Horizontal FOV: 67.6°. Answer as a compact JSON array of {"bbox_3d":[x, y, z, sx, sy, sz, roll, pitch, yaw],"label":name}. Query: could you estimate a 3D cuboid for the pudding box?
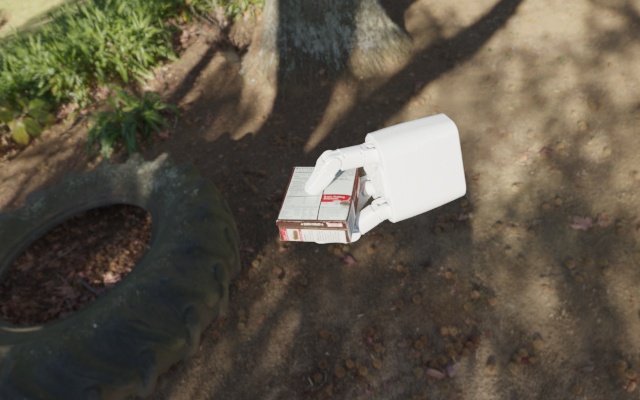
[{"bbox_3d":[0.000,0.002,0.611,0.090,0.039,0.113,0,39,13],"label":"pudding box"}]
